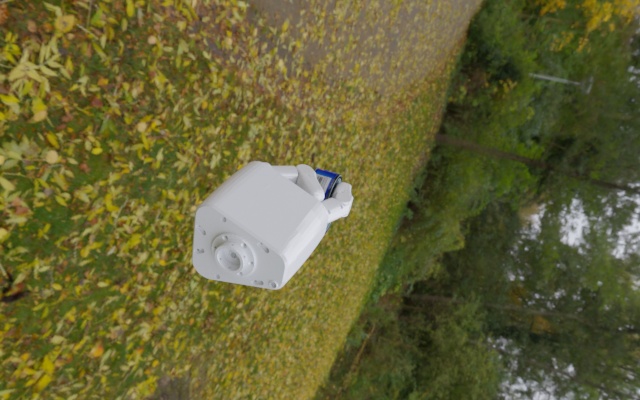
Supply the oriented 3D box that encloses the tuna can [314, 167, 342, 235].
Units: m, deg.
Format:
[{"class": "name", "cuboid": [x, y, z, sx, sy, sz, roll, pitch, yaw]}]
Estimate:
[{"class": "tuna can", "cuboid": [0.001, 0.002, 0.626, 0.034, 0.086, 0.086, 16, 3, 11]}]
